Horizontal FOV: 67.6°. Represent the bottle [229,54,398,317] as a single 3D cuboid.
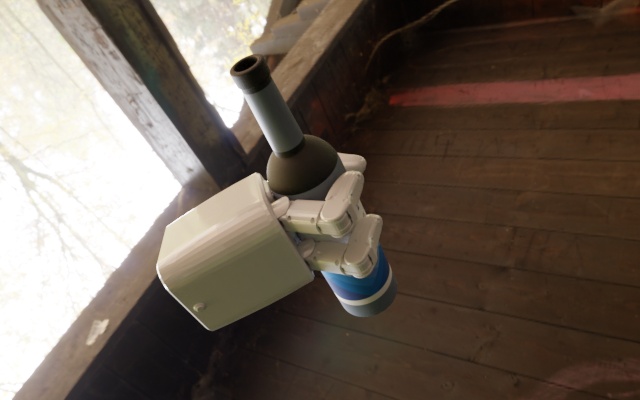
[{"bbox_3d":[0.000,0.002,0.437,0.069,0.069,0.296,0,-42,30],"label":"bottle"}]
